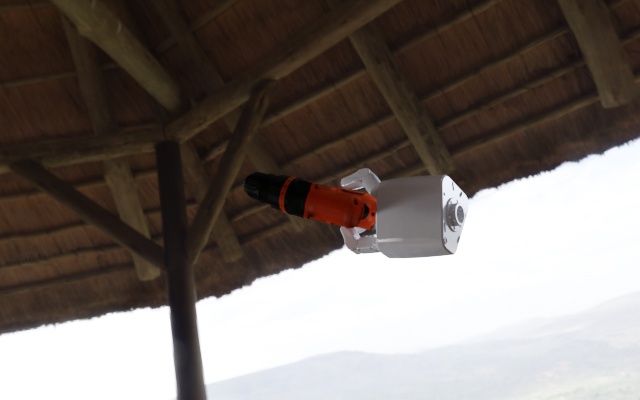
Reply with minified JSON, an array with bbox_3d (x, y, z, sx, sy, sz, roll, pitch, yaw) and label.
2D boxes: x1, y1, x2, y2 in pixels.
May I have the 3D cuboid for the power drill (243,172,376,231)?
[{"bbox_3d":[0.001,0.002,0.720,0.184,0.057,0.187,17,4,25],"label":"power drill"}]
